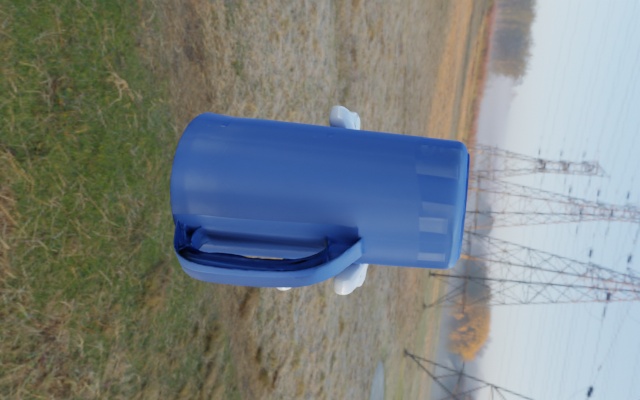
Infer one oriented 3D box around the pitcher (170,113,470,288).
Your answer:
[{"bbox_3d":[0.000,0.001,0.420,0.243,0.149,0.145,5,-3,15],"label":"pitcher"}]
